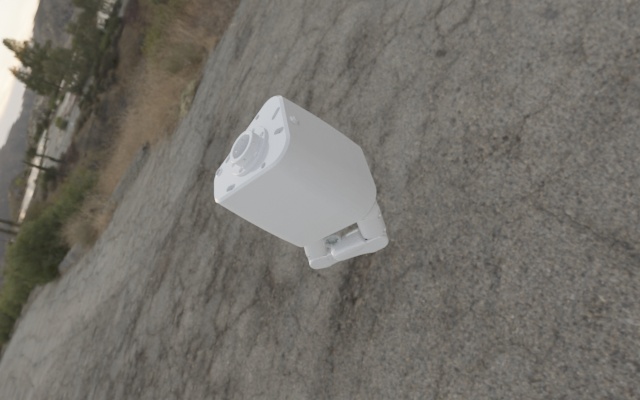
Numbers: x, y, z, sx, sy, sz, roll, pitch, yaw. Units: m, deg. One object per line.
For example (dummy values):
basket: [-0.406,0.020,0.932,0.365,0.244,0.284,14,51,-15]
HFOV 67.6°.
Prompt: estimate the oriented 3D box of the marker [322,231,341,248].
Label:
marker: [0.000,0.002,0.523,0.020,0.020,0.121,0,41,-15]
